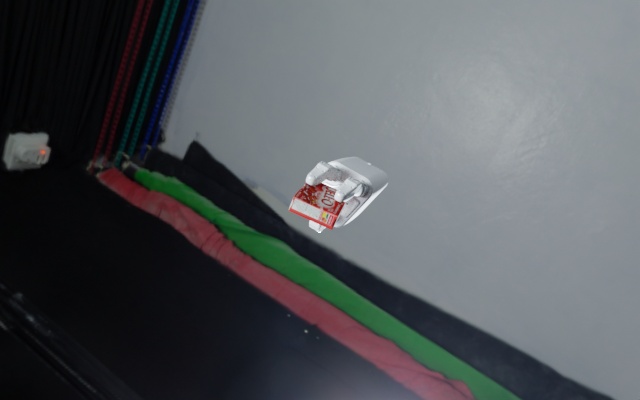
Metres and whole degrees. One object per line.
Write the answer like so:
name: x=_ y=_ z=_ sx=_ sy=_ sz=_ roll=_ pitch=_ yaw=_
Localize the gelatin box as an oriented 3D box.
gelatin box: x=0.000 y=0.003 z=0.747 sx=0.073 sy=0.030 sz=0.089 roll=24 pitch=27 yaw=5
